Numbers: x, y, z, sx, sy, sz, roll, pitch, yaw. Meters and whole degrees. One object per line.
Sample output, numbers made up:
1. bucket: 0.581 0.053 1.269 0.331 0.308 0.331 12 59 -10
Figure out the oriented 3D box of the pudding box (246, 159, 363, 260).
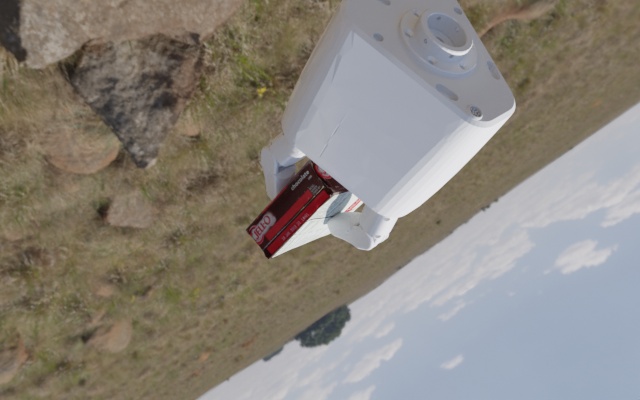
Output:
1. pudding box: 0.000 0.001 0.425 0.090 0.039 0.113 -44 -15 28
